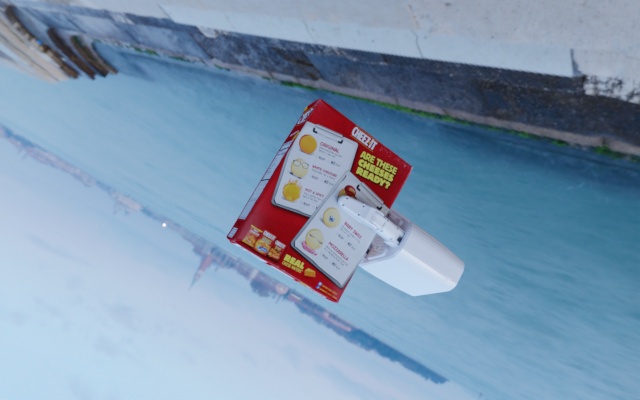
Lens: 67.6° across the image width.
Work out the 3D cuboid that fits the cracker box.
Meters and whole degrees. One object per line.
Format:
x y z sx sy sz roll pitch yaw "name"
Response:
0.000 0.002 0.640 0.164 0.213 0.072 34 -12 -18 "cracker box"
